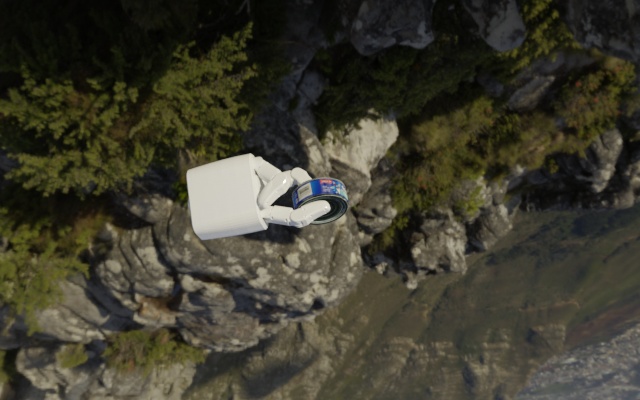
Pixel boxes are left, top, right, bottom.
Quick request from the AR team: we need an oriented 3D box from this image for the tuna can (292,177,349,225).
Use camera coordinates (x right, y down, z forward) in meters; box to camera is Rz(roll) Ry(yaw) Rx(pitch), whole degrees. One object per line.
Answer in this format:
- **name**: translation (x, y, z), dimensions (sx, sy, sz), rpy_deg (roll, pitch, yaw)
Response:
- **tuna can**: translation (0.000, 0.003, 0.741), dimensions (0.086, 0.033, 0.086), rpy_deg (-8, -34, -5)
